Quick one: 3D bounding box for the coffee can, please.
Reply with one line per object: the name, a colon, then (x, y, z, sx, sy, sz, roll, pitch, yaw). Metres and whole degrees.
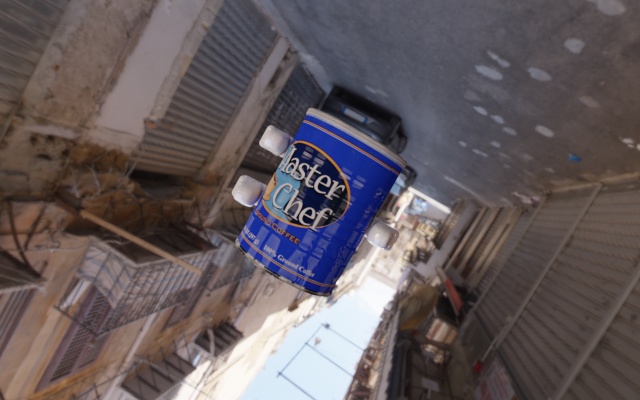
coffee can: (0.000, 0.001, 0.440, 0.103, 0.140, 0.103, 30, 4, -2)
